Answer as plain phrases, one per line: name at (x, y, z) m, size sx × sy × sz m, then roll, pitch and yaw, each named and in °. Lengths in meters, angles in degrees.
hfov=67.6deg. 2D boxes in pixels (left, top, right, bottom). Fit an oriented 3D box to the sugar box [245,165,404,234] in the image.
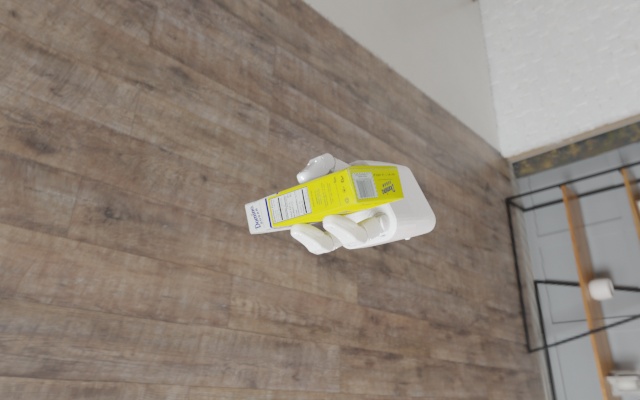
sugar box at (0.000, 0.002, 0.573) m, size 0.176 × 0.048 × 0.093 m, roll -21°, pitch -11°, yaw 42°
